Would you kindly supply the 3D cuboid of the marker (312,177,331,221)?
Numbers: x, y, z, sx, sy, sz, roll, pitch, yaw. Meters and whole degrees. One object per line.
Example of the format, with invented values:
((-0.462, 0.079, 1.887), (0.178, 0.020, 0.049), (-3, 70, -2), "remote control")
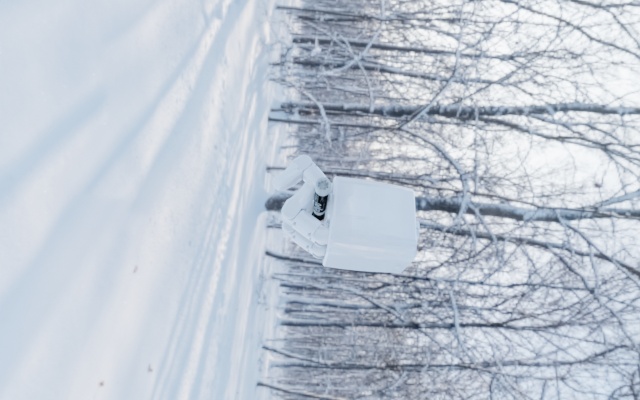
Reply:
((0.000, 0.002, 0.616), (0.020, 0.020, 0.121), (0, -20, -4), "marker")
